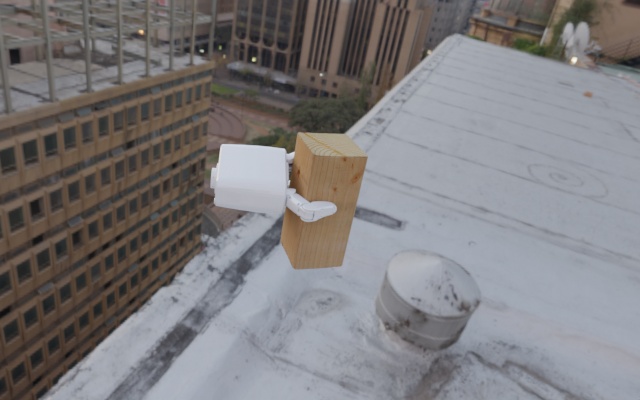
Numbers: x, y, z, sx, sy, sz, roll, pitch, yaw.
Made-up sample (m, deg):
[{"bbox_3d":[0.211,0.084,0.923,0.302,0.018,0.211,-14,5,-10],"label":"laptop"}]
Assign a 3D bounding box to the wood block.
[{"bbox_3d":[0.000,0.003,0.785,0.090,0.206,0.090,-1,30,-22],"label":"wood block"}]
